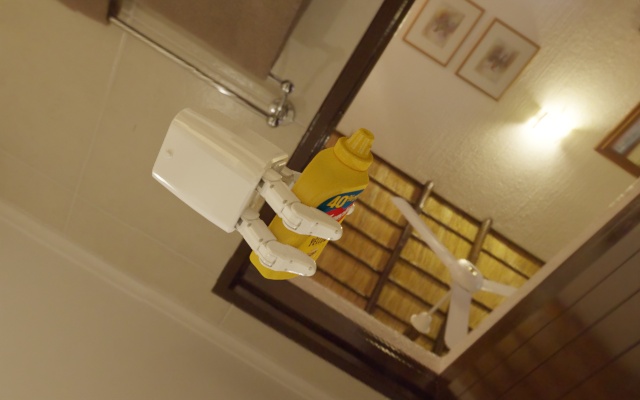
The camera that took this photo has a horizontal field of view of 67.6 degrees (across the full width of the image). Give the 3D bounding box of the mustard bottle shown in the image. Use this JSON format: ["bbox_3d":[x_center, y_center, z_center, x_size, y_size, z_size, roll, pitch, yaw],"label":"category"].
[{"bbox_3d":[0.000,0.002,0.519,0.058,0.192,0.096,47,33,23],"label":"mustard bottle"}]
